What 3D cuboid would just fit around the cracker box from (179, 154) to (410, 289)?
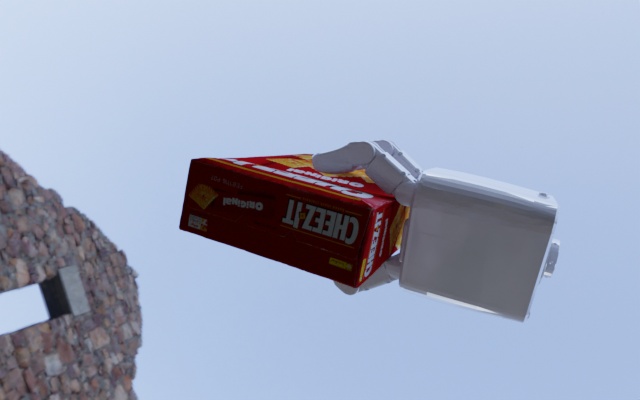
[{"bbox_3d":[0.000,0.002,0.463,0.164,0.072,0.213,15,11,21],"label":"cracker box"}]
